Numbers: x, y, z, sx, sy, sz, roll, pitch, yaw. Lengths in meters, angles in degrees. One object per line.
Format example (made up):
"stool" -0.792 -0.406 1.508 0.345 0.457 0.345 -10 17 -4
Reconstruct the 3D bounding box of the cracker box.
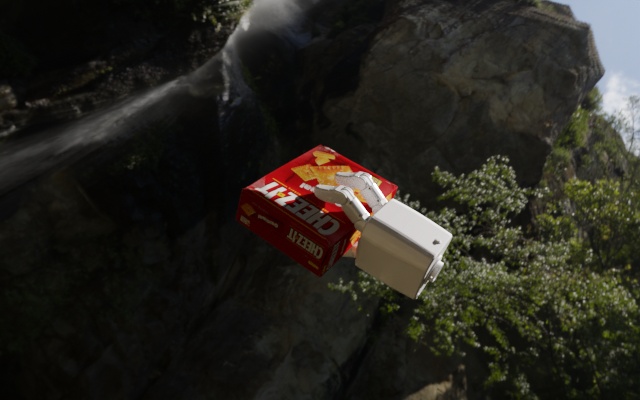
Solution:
"cracker box" 0.000 0.003 0.759 0.164 0.072 0.213 31 39 19
